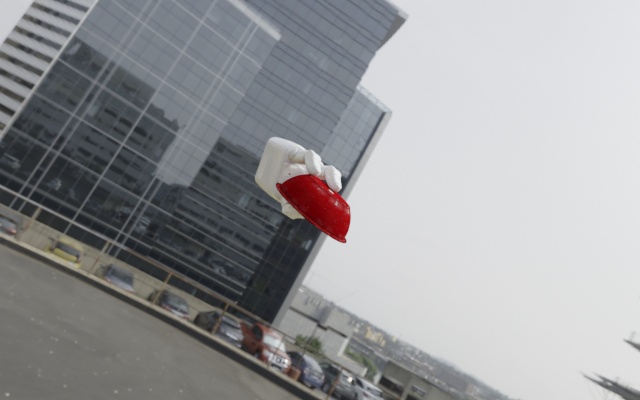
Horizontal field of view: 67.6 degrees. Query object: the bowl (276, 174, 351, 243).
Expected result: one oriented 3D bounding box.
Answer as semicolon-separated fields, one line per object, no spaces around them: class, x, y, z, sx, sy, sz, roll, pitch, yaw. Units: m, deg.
bowl;0.001;0.003;0.837;0.162;0.055;0.162;40;7;-6
